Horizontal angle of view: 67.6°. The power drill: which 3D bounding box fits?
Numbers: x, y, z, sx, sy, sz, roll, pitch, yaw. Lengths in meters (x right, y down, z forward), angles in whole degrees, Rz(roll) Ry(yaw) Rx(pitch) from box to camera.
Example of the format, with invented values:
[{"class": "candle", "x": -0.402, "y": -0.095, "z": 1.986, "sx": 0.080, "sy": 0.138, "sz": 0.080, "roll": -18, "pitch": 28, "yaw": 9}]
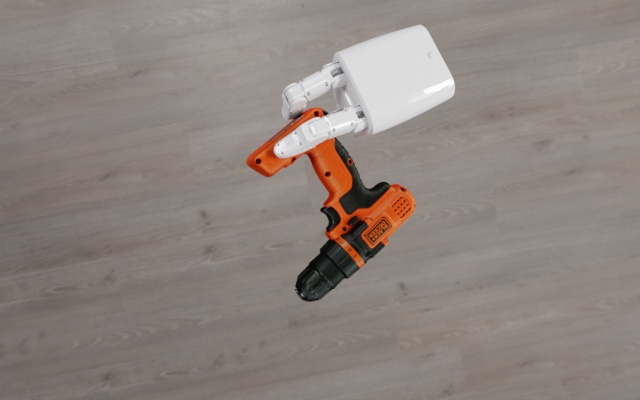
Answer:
[{"class": "power drill", "x": 0.000, "y": 0.001, "z": 0.561, "sx": 0.184, "sy": 0.188, "sz": 0.057, "roll": -43, "pitch": 16, "yaw": -12}]
